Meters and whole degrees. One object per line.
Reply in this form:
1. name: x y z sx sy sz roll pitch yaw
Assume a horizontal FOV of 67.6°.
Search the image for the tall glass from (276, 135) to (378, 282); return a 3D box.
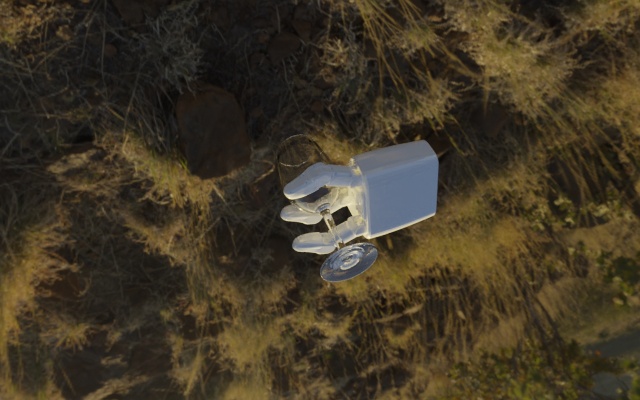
1. tall glass: 0.000 0.003 0.622 0.079 0.201 0.079 -16 -37 -13
